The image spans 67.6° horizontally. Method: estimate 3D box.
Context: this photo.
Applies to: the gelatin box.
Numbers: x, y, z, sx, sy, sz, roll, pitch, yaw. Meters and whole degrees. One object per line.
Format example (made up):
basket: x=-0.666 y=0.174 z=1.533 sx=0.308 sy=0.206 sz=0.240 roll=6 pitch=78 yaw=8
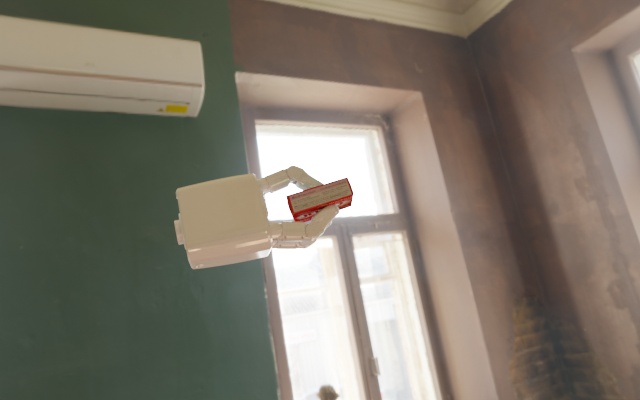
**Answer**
gelatin box: x=0.000 y=0.002 z=0.663 sx=0.089 sy=0.030 sz=0.073 roll=-18 pitch=-13 yaw=-3
